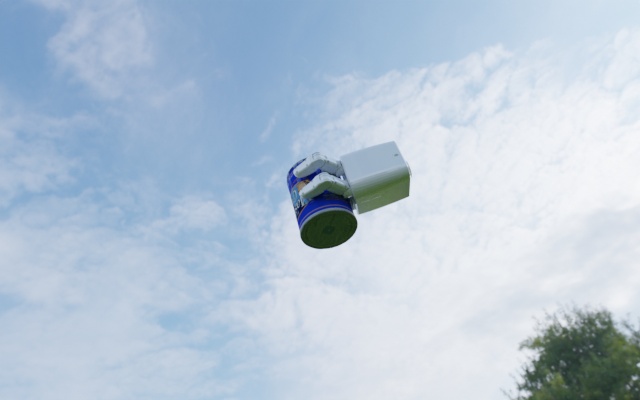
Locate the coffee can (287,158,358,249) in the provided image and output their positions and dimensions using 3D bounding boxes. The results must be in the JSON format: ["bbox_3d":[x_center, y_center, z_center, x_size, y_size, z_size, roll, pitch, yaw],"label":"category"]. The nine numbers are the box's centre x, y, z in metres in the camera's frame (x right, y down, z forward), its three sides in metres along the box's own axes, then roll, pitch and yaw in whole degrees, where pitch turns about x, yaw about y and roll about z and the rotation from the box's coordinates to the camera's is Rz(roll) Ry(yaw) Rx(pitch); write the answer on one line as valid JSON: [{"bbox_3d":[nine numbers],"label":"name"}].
[{"bbox_3d":[0.000,0.003,0.869,0.103,0.140,0.103,-9,-42,-9],"label":"coffee can"}]
